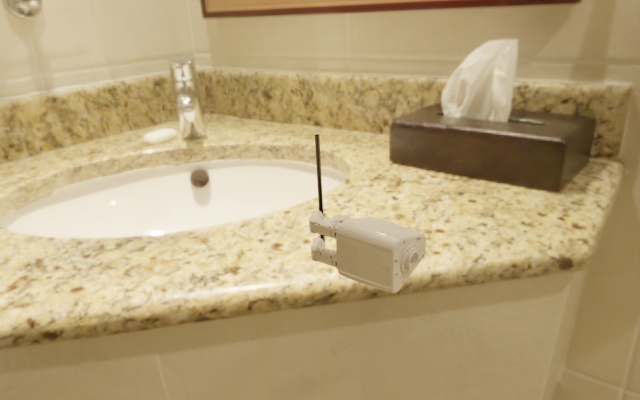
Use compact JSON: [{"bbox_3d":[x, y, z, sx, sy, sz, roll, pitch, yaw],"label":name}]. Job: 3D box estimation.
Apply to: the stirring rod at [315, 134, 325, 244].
[{"bbox_3d":[0.000,0.003,0.834,0.011,0.240,0.011,-3,23,1],"label":"stirring rod"}]
